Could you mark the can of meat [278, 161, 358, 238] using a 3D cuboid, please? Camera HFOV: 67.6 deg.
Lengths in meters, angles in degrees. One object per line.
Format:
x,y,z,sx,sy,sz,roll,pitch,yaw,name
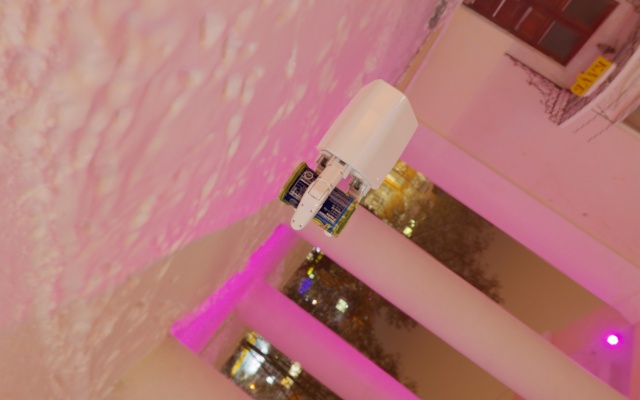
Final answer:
0.000,0.002,0.611,0.084,0.057,0.102,35,-3,7,can of meat
